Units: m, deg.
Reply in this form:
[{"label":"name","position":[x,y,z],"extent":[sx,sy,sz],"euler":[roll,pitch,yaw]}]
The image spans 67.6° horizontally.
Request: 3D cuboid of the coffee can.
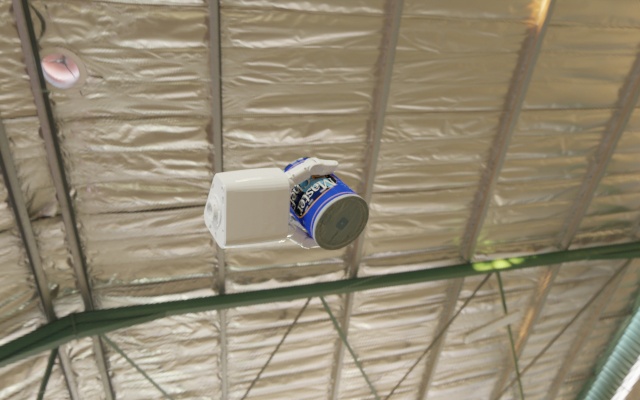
[{"label":"coffee can","position":[0.000,0.003,0.803],"extent":[0.103,0.103,0.140],"euler":[0,30,-35]}]
